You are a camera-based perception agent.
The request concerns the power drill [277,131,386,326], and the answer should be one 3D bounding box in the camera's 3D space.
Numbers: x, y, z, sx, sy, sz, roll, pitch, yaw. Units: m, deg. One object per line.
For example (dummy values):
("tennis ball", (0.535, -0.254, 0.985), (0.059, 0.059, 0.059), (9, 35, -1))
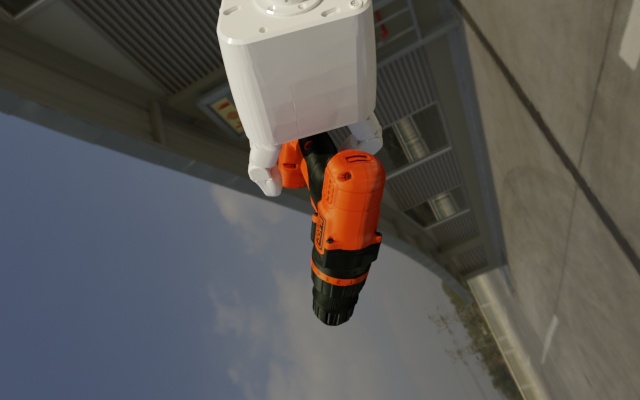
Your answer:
("power drill", (0.000, 0.001, 0.460), (0.057, 0.185, 0.187), (-6, 39, -20))
